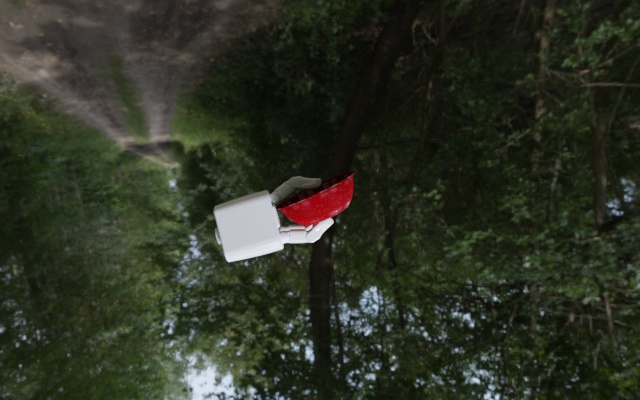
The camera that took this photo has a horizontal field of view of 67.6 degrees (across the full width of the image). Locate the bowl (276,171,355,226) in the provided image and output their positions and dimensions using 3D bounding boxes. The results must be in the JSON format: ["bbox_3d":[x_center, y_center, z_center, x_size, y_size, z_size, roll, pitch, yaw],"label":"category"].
[{"bbox_3d":[0.002,0.003,0.887,0.162,0.055,0.162,-25,7,3],"label":"bowl"}]
